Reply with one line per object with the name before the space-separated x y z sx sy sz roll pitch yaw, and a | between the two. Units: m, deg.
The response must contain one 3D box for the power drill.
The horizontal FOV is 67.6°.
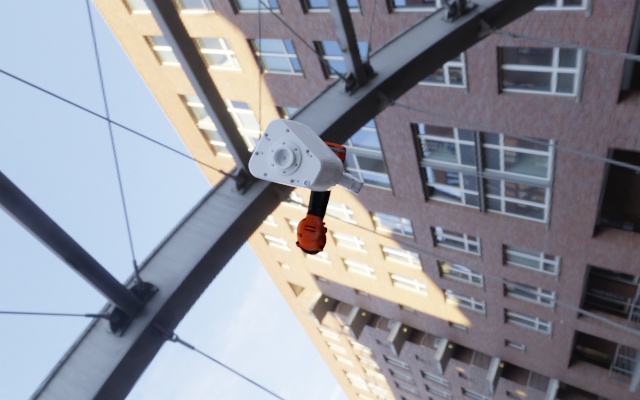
power drill | 0.000 0.002 0.849 0.057 0.187 0.184 11 -13 1
